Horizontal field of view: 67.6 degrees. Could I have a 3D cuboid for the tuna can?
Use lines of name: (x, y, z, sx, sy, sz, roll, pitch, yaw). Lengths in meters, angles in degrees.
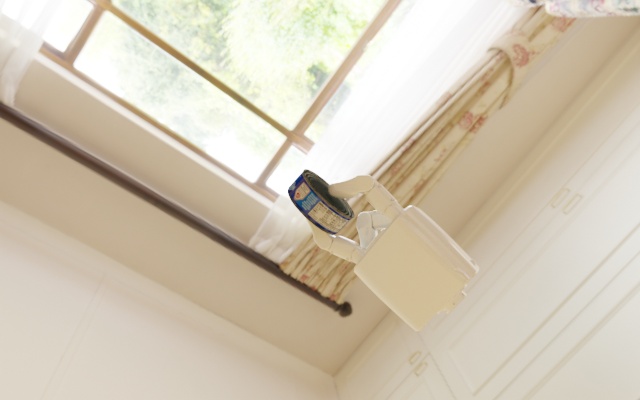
tuna can: (0.000, 0.002, 0.595, 0.086, 0.034, 0.086, 41, 14, -12)
